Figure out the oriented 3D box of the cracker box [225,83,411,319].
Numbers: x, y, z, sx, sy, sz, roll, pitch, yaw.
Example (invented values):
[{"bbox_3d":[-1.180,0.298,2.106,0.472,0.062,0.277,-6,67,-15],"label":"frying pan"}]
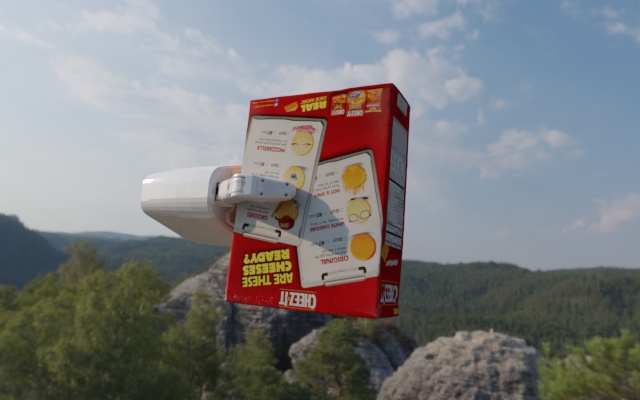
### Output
[{"bbox_3d":[0.000,0.001,0.480,0.164,0.213,0.072,0,-11,28],"label":"cracker box"}]
